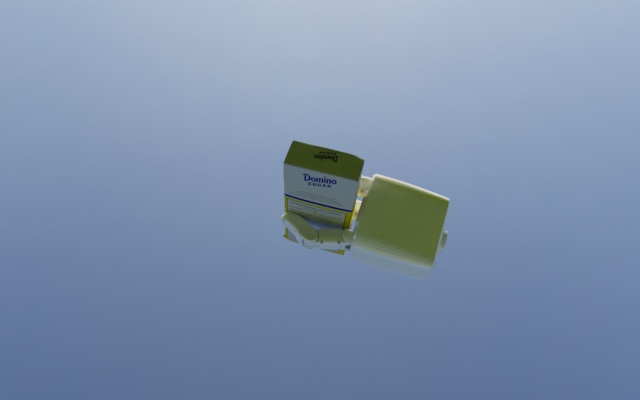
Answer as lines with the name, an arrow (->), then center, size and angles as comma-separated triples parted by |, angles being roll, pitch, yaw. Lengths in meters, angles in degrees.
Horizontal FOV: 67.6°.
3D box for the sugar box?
sugar box -> 0.000, 0.002, 0.630 | 0.093, 0.048, 0.176 | 15, -37, 6
